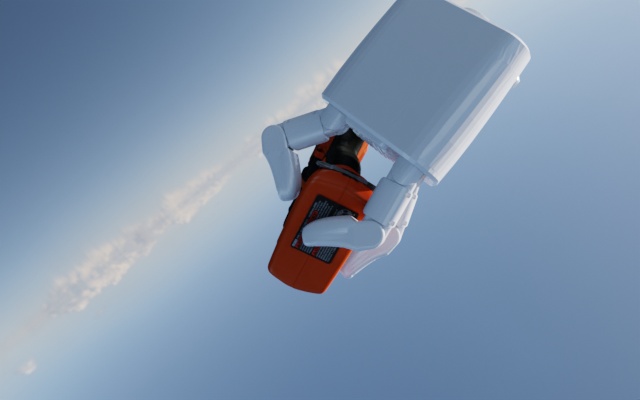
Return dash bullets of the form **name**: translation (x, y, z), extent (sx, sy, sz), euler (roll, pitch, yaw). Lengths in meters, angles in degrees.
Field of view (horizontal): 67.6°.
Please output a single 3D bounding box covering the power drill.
- **power drill**: translation (0.000, 0.001, 0.449), extent (0.057, 0.184, 0.187), euler (23, 26, -7)
